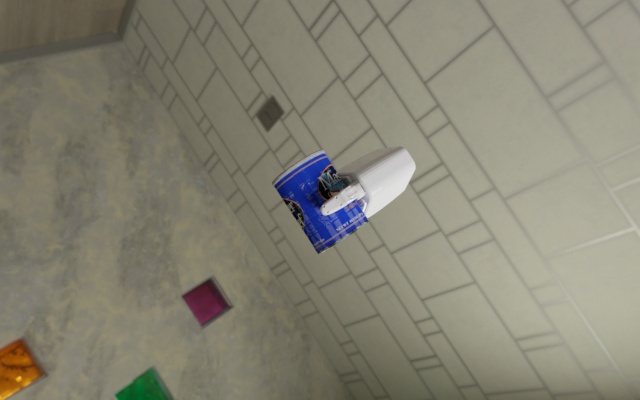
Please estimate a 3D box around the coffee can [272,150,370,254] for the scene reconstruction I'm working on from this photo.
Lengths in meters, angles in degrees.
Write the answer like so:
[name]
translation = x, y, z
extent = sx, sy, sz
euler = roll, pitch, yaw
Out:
[coffee can]
translation = 0.000, 0.003, 0.789
extent = 0.103, 0.140, 0.103
euler = -33, -3, -2
